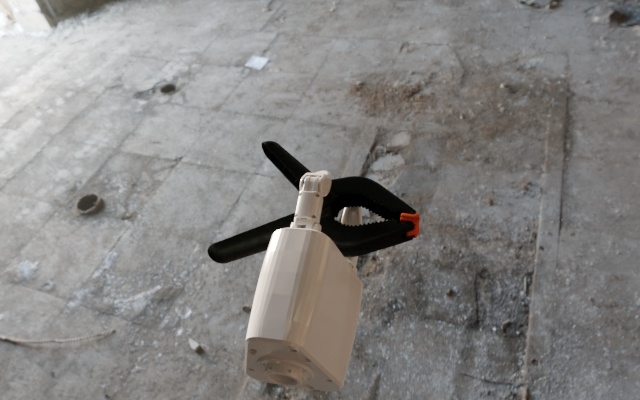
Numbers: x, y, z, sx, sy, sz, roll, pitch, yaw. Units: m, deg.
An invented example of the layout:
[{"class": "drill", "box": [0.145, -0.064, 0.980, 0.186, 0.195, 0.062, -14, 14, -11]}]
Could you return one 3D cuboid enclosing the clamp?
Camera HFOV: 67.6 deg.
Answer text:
[{"class": "clamp", "box": [0.000, 0.001, 0.509, 0.210, 0.164, 0.036, 3, -35, 13]}]
